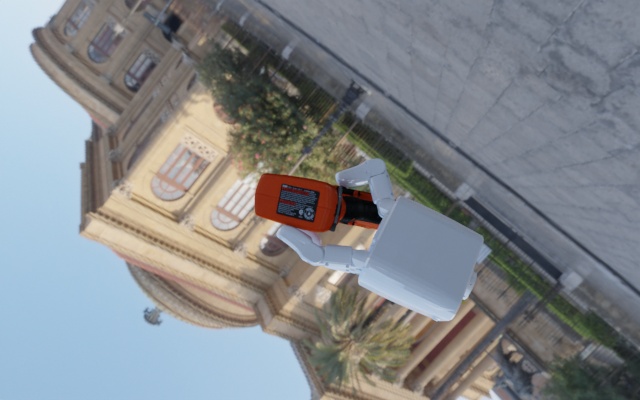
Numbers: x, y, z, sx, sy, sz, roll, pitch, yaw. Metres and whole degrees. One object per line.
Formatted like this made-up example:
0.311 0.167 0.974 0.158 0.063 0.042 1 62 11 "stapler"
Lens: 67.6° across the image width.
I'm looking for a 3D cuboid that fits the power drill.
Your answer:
0.000 0.002 0.614 0.184 0.057 0.187 10 3 30 "power drill"
